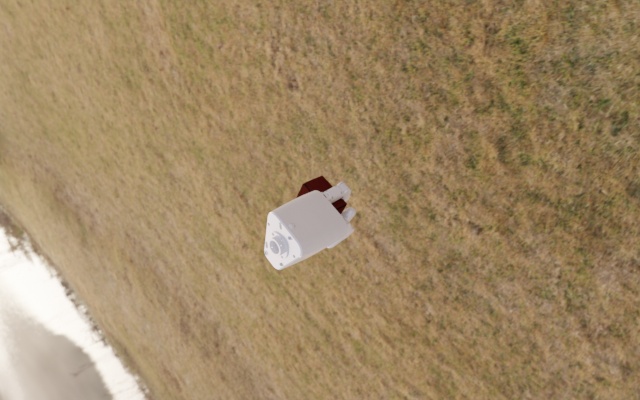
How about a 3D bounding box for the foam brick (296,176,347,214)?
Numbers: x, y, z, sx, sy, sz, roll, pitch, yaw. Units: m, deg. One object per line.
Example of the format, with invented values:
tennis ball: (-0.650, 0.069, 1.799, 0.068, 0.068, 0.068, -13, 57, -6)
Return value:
foam brick: (0.000, 0.003, 0.884, 0.051, 0.078, 0.053, -25, -25, -38)
